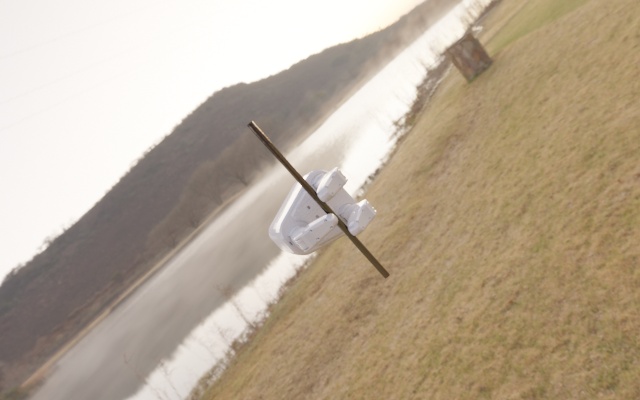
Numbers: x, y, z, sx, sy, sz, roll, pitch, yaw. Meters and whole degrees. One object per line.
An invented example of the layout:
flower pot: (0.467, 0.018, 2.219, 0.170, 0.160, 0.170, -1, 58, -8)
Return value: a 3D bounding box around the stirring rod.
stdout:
stirring rod: (0.000, 0.002, 0.553, 0.011, 0.239, 0.011, -41, 8, 7)
